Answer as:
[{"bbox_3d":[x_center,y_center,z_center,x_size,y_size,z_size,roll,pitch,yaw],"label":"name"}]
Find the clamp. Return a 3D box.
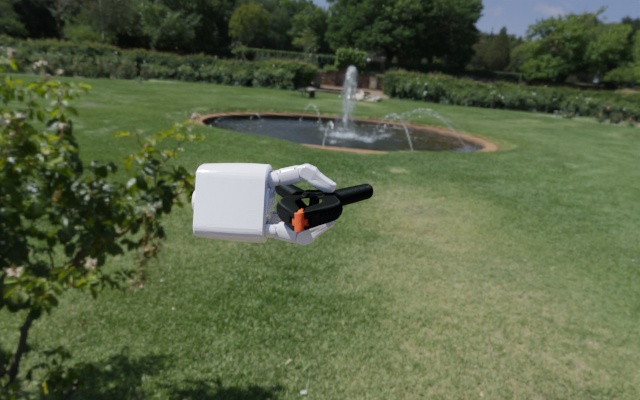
[{"bbox_3d":[0.000,0.002,0.714,0.164,0.036,0.210,0,15,3],"label":"clamp"}]
